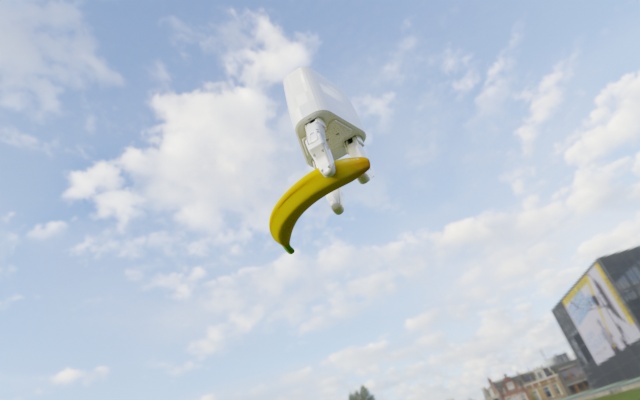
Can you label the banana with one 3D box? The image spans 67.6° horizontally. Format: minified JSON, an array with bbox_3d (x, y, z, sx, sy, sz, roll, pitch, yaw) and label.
[{"bbox_3d":[-0.016,0.000,0.649,0.069,0.037,0.198,16,-49,-35],"label":"banana"}]
